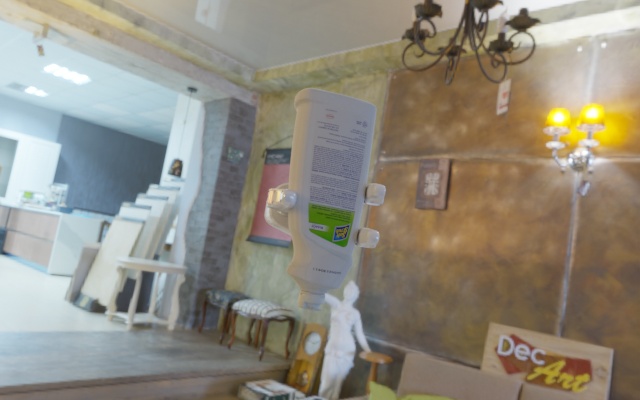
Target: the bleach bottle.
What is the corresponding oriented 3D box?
[{"bbox_3d":[0.000,0.002,0.570,0.102,0.251,0.068,11,-6,-13],"label":"bleach bottle"}]
